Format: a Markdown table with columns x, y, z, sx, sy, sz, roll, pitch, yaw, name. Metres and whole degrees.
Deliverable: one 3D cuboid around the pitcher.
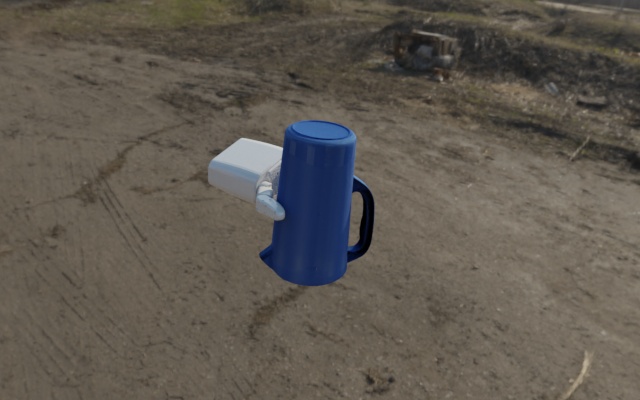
| x | y | z | sx | sy | sz | roll | pitch | yaw | name |
| --- | --- | --- | --- | --- | --- | --- | --- | --- | --- |
| 0.000 | 0.002 | 0.761 | 0.145 | 0.243 | 0.149 | 20 | 29 | 26 | pitcher |
